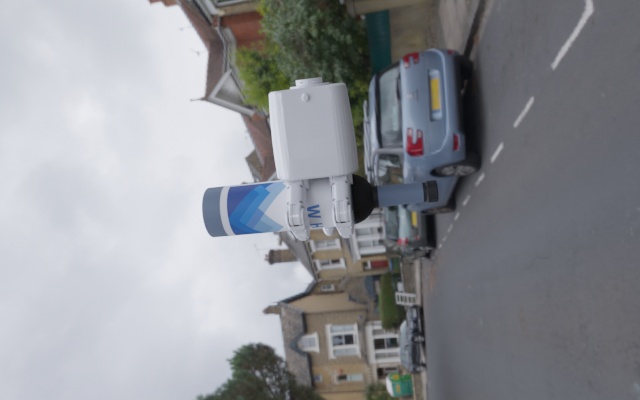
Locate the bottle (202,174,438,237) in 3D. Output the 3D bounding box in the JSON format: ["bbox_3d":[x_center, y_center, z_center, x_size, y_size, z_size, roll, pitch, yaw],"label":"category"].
[{"bbox_3d":[0.000,0.002,0.615,0.296,0.069,0.069,-5,-1,8],"label":"bottle"}]
